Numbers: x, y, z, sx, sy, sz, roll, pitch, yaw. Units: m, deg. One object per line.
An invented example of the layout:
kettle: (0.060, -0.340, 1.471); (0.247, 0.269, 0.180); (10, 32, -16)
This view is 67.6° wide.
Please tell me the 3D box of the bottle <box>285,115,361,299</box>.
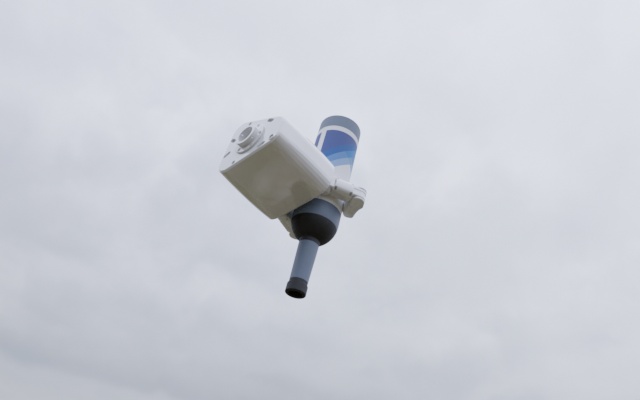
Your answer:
bottle: (0.000, 0.002, 0.683); (0.069, 0.295, 0.069); (10, -36, 7)
